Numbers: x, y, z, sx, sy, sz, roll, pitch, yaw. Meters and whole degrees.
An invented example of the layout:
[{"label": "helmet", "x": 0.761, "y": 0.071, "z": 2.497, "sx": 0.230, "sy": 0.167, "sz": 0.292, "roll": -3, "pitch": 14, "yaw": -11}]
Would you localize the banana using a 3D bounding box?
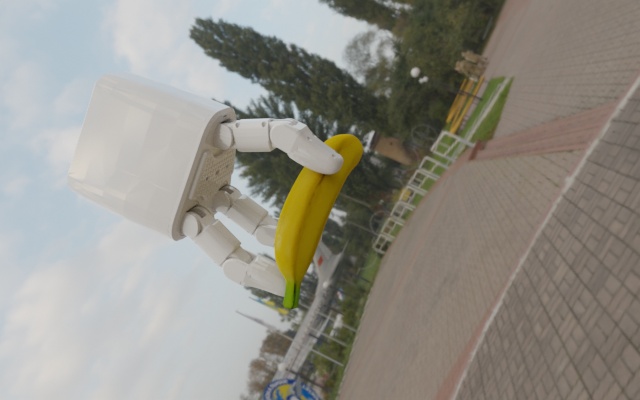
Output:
[{"label": "banana", "x": 0.001, "y": -0.008, "z": 0.407, "sx": 0.037, "sy": 0.197, "sz": 0.070, "roll": 19, "pitch": -40, "yaw": 9}]
